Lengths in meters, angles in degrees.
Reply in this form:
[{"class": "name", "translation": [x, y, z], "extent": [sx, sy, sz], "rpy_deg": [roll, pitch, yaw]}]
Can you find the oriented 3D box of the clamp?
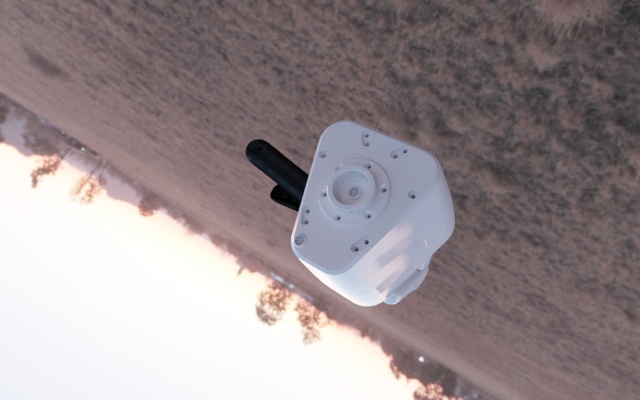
[{"class": "clamp", "translation": [0.000, 0.002, 0.465], "extent": [0.171, 0.039, 0.120], "rpy_deg": [27, -10, 26]}]
